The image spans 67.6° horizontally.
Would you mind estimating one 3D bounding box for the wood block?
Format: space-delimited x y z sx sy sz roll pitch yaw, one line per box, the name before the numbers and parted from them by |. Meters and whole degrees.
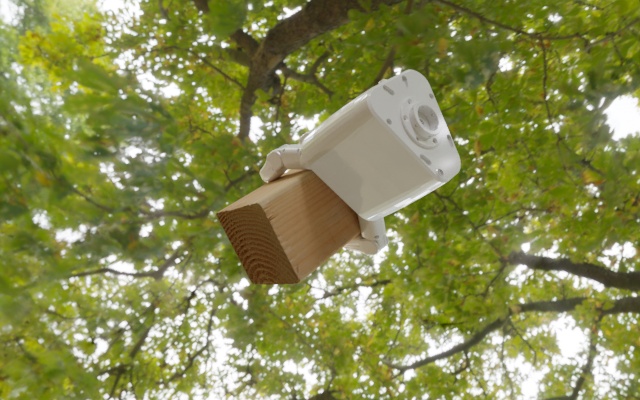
wood block | 0.001 0.002 0.544 0.206 0.091 0.090 -34 14 -39
